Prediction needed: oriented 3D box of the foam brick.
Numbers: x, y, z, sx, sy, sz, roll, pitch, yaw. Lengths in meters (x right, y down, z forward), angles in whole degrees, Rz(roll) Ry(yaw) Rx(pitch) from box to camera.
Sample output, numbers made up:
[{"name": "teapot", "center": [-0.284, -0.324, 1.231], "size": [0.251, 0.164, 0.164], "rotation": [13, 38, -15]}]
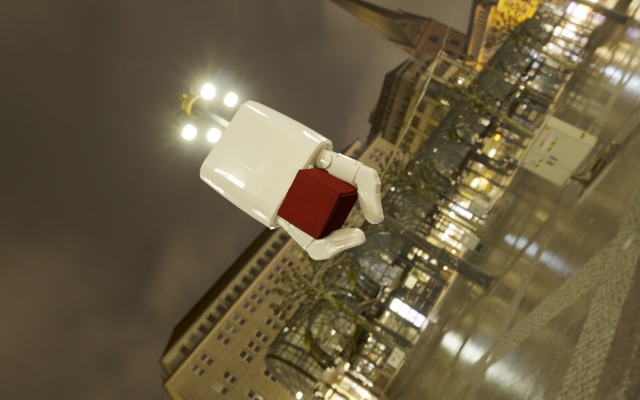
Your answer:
[{"name": "foam brick", "center": [0.000, 0.002, 0.493], "size": [0.051, 0.053, 0.078], "rotation": [32, 13, 14]}]
